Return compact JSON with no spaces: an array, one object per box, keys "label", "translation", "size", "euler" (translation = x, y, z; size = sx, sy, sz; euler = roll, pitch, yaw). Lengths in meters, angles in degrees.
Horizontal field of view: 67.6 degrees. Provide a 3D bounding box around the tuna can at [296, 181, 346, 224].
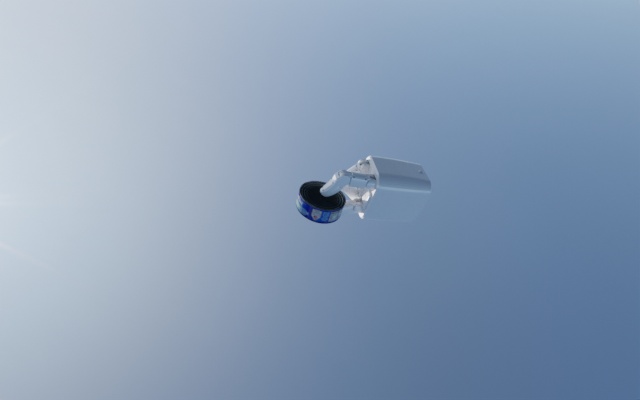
[{"label":"tuna can","translation":[0.000,0.003,0.855],"size":[0.086,0.034,0.086],"euler":[12,35,-9]}]
